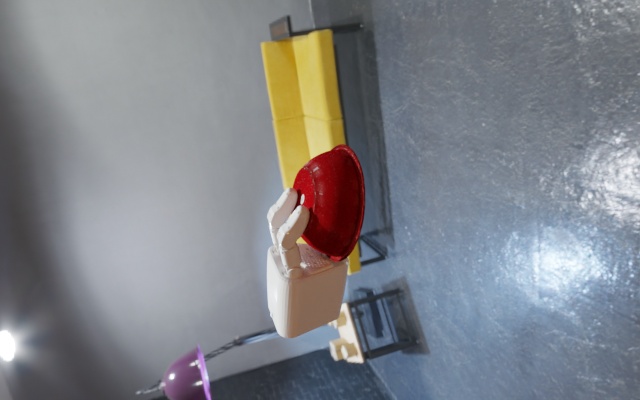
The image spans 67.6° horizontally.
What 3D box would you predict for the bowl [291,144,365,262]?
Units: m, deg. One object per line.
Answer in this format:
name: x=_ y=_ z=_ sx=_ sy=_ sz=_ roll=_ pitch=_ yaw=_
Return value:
bowl: x=0.000 y=0.001 z=0.648 sx=0.055 sy=0.162 sz=0.162 roll=3 pitch=-1 yaw=-23
